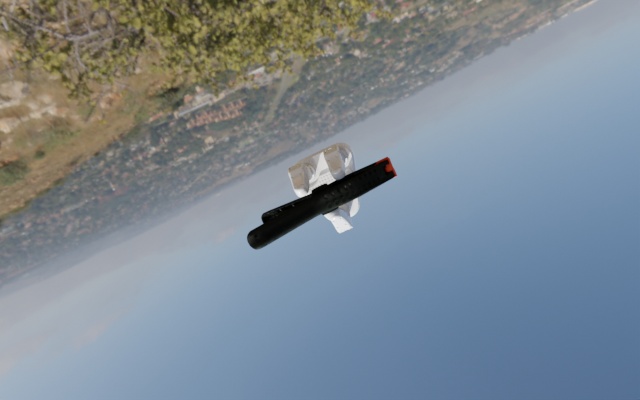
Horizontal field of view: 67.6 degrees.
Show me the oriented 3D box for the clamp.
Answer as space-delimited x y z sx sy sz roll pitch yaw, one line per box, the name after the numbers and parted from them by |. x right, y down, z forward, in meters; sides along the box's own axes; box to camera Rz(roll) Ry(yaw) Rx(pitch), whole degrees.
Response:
0.001 0.003 0.627 0.210 0.036 0.164 -25 8 9 | clamp
